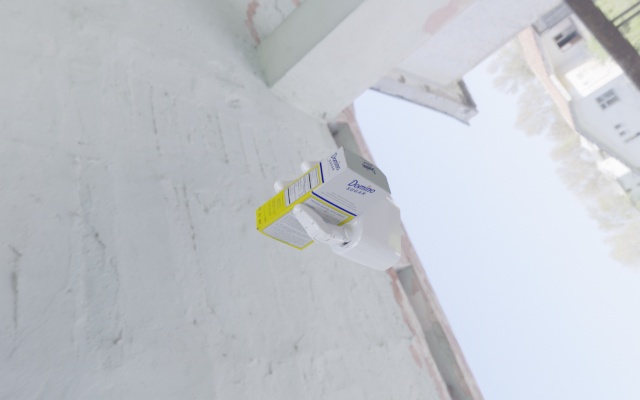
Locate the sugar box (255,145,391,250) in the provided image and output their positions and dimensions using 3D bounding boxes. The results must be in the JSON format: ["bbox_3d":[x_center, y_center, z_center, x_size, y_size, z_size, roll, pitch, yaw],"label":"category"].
[{"bbox_3d":[0.000,0.002,0.666,0.176,0.048,0.093,-35,-44,28],"label":"sugar box"}]
